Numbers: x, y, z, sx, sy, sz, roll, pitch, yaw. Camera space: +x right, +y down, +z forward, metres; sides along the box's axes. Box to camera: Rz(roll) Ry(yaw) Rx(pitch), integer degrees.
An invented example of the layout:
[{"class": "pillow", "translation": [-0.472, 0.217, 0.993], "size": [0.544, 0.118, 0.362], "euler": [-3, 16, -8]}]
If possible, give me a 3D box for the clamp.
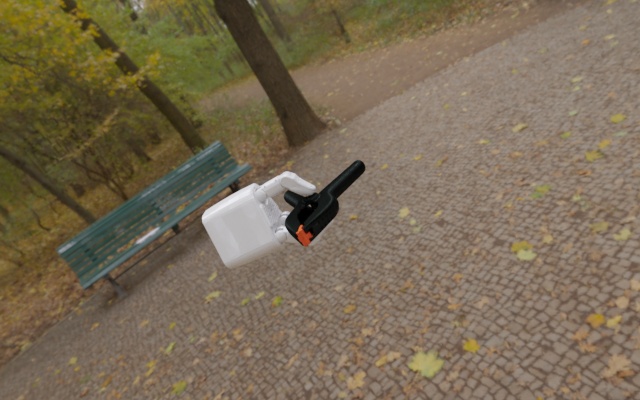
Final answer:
[{"class": "clamp", "translation": [-0.001, 0.002, 0.786], "size": [0.164, 0.036, 0.210], "euler": [-26, 21, 15]}]
